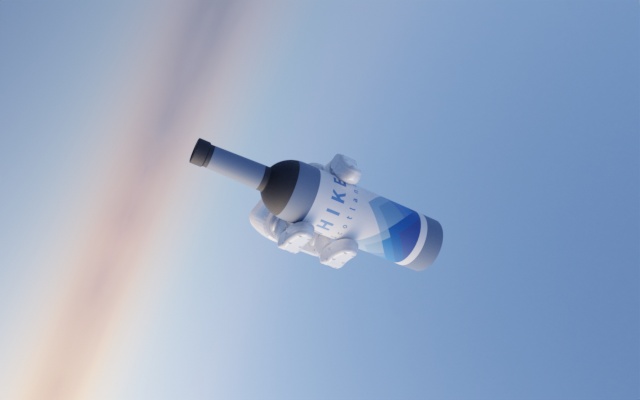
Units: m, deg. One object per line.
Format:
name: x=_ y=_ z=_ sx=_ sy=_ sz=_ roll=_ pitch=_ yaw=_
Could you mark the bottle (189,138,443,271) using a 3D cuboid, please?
bottle: x=0.000 y=0.002 z=0.532 sx=0.296 sy=0.069 sz=0.069 roll=22 pitch=-8 yaw=-20
